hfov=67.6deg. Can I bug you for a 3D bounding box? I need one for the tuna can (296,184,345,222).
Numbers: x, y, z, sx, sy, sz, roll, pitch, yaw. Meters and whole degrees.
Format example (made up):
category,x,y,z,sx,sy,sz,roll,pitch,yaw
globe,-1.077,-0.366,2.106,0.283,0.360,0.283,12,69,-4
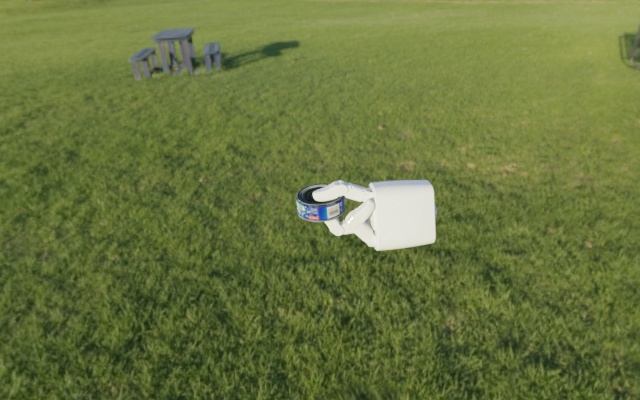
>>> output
category,x,y,z,sx,sy,sz,roll,pitch,yaw
tuna can,0.000,0.002,0.843,0.086,0.034,0.086,-4,28,2
